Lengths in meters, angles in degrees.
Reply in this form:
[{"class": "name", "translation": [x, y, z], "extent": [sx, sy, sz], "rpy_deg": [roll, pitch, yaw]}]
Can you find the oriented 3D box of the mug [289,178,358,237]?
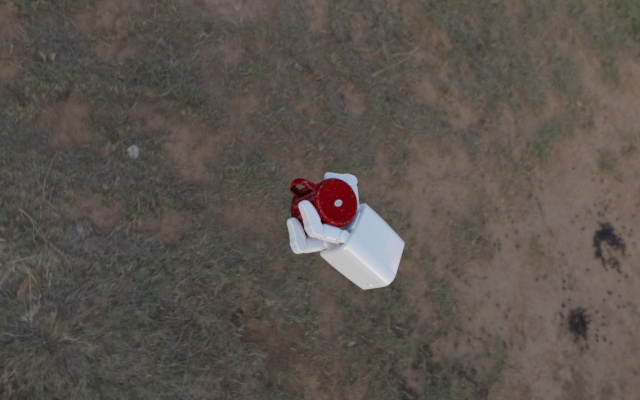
[{"class": "mug", "translation": [-0.001, 0.002, 0.799], "extent": [0.117, 0.093, 0.081], "rpy_deg": [41, -30, -15]}]
